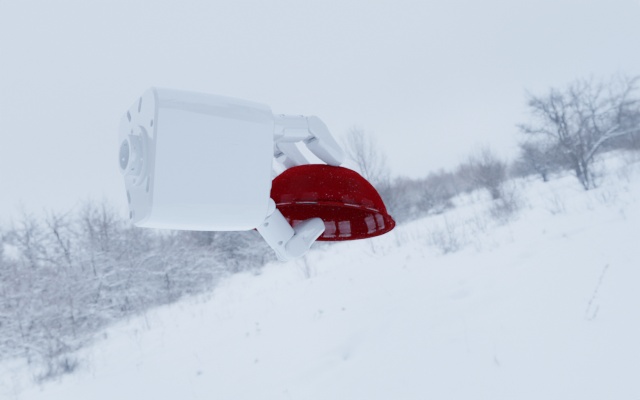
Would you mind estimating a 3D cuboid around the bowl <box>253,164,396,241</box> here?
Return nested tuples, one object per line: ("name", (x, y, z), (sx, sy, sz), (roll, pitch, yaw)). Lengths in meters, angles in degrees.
("bowl", (0.001, 0.002, 0.519), (0.162, 0.055, 0.162), (2, -18, 1))
